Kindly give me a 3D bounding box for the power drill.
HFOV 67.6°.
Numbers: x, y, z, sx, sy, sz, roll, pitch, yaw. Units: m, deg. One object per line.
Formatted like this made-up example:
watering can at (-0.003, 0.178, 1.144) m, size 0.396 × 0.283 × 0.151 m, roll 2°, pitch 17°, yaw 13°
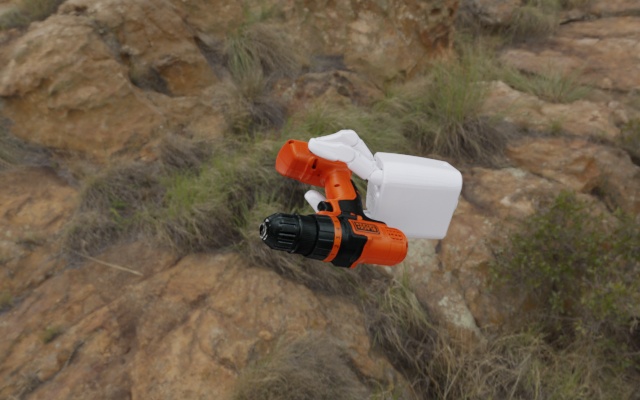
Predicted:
power drill at (0.000, 0.002, 0.588) m, size 0.184 × 0.057 × 0.187 m, roll 12°, pitch 36°, yaw -29°
